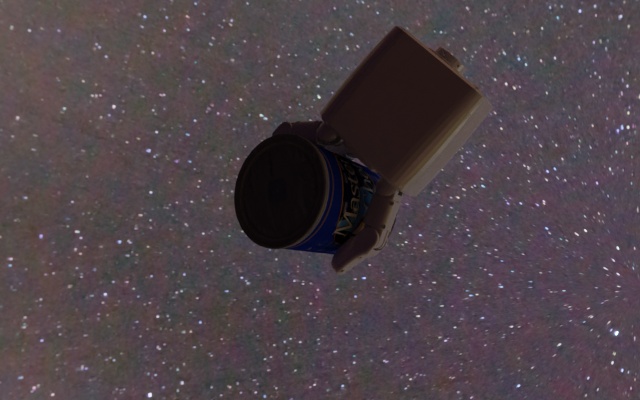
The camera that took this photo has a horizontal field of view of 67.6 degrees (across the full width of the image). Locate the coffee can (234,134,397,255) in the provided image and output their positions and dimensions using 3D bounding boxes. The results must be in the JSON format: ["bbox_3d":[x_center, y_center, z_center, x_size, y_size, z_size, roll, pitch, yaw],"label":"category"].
[{"bbox_3d":[0.000,0.002,0.474,0.103,0.103,0.140,0,-9,34],"label":"coffee can"}]
